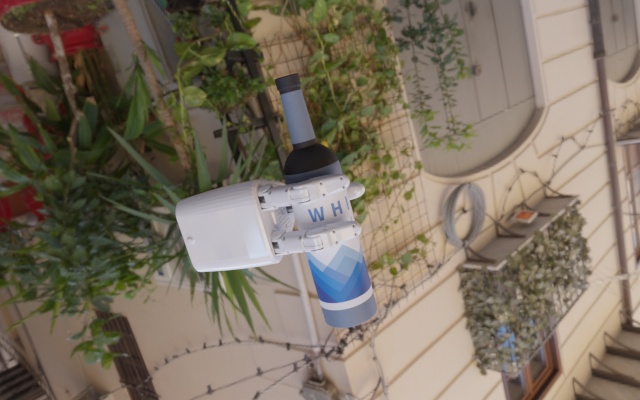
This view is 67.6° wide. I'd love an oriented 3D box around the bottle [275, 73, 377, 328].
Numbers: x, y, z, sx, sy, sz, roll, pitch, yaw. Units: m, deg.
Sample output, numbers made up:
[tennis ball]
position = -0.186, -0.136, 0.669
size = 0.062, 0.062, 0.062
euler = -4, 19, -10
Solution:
[bottle]
position = 0.000, 0.002, 0.557
size = 0.069, 0.296, 0.069
euler = -14, 13, 3
